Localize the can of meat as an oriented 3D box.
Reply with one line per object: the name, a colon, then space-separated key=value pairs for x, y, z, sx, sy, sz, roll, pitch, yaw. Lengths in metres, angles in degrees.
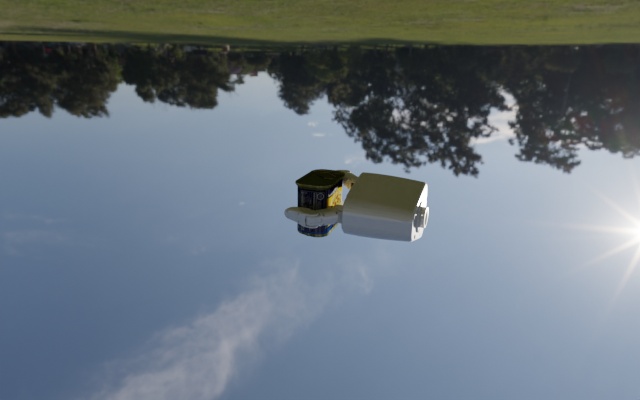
can of meat: x=0.000 y=0.003 z=0.763 sx=0.057 sy=0.084 sz=0.102 roll=7 pitch=19 yaw=19
